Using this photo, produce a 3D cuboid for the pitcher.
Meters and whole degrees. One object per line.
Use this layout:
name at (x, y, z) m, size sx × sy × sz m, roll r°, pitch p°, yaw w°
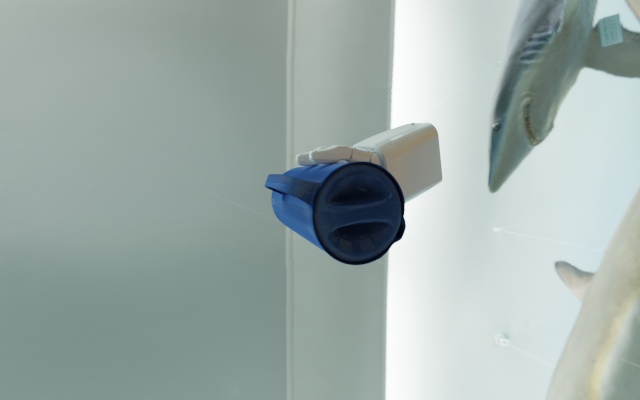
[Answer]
pitcher at (0.000, 0.002, 0.709) m, size 0.145 × 0.149 × 0.243 m, roll -27°, pitch 15°, yaw -18°
